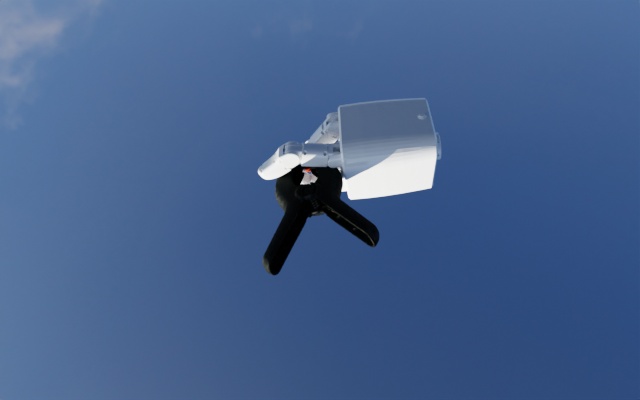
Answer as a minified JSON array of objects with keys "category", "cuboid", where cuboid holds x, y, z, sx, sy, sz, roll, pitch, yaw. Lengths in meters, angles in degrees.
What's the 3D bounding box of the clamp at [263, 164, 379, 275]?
[{"category":"clamp","cuboid":[0.000,0.002,0.526,0.120,0.171,0.039,-6,-41,6]}]
